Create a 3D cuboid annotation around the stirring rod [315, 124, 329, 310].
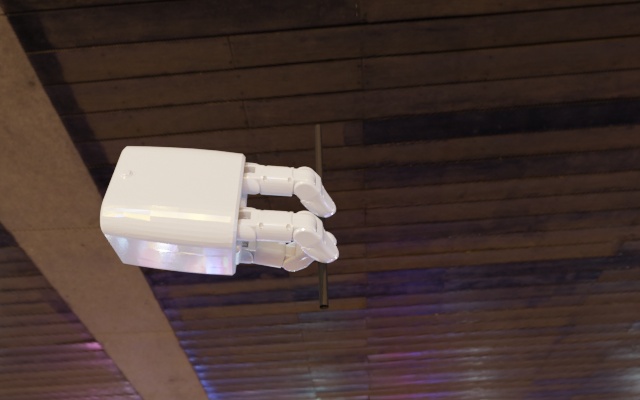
[{"bbox_3d":[0.000,0.002,0.484,0.011,0.239,0.011,-1,-43,-1],"label":"stirring rod"}]
